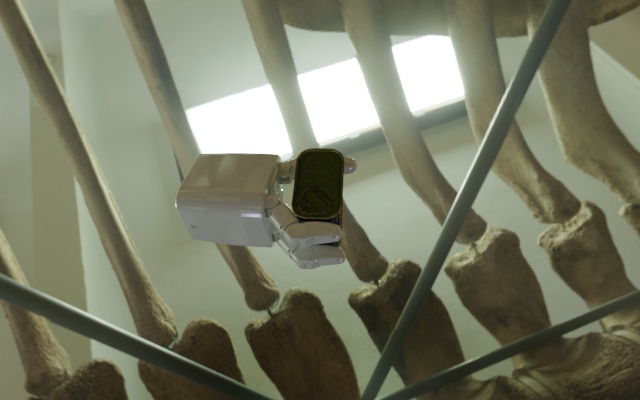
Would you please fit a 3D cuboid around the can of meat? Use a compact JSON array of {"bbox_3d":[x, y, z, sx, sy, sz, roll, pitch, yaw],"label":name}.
[{"bbox_3d":[0.000,0.002,0.584,0.057,0.102,0.084,1,-36,4],"label":"can of meat"}]
